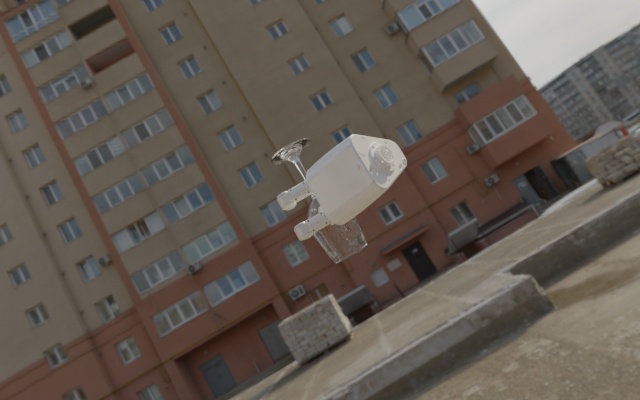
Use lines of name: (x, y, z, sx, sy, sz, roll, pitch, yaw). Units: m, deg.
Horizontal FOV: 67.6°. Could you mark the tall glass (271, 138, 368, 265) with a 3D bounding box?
tall glass: (0.000, 0.002, 0.775, 0.079, 0.201, 0.079, -29, -10, -5)
